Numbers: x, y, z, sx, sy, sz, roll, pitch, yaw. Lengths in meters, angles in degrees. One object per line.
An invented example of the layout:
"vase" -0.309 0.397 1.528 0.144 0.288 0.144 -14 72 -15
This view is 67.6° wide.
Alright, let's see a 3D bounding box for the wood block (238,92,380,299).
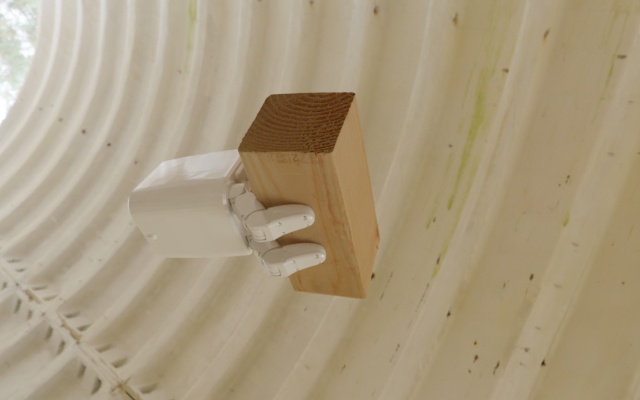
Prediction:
"wood block" 0.000 0.001 0.492 0.090 0.090 0.206 3 -44 18
